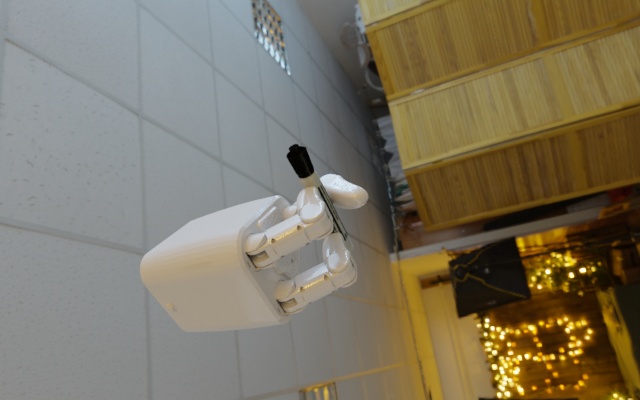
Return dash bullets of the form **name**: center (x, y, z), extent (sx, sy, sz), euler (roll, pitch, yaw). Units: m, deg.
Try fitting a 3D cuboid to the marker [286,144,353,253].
- **marker**: center (0.000, 0.001, 0.436), extent (0.020, 0.121, 0.020), euler (-20, 30, 12)
